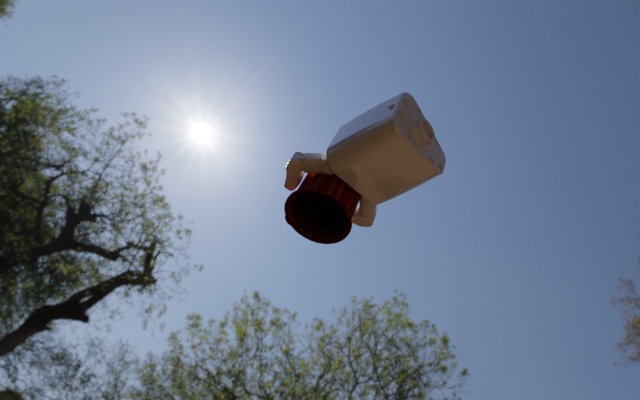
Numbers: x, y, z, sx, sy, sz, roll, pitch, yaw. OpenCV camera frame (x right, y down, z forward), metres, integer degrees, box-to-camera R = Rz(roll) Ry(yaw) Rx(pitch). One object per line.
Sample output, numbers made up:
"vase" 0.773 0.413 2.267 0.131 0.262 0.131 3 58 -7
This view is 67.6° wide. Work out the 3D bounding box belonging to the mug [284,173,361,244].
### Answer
"mug" -0.001 0.003 0.656 0.117 0.093 0.081 -24 25 37
